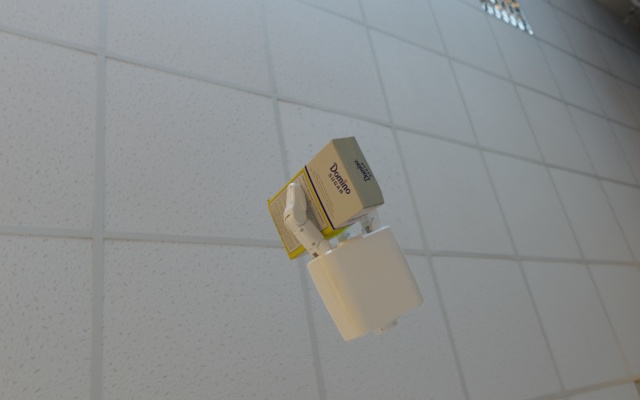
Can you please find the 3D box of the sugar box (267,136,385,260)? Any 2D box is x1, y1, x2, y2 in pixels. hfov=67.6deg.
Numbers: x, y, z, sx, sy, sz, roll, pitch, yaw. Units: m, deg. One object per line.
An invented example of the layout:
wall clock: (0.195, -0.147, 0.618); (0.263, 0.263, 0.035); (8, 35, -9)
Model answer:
sugar box: (0.001, 0.002, 0.616); (0.048, 0.093, 0.176); (-13, -16, -41)
